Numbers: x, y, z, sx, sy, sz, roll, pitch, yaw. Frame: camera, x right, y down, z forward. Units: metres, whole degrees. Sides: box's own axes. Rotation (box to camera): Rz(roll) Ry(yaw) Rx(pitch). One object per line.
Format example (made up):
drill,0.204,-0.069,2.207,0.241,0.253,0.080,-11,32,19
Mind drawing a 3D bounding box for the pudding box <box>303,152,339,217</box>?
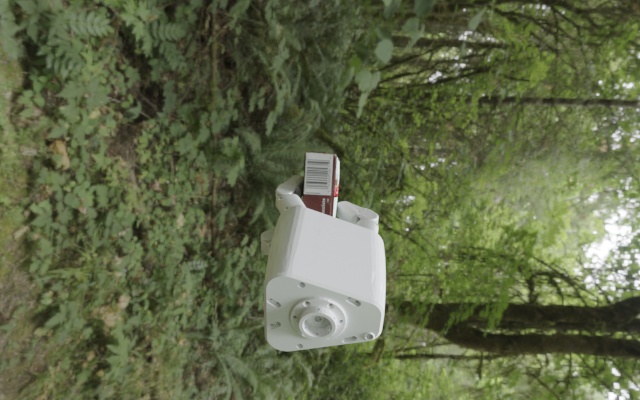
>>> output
pudding box,0.000,0.002,0.562,0.039,0.113,0.090,5,2,3
